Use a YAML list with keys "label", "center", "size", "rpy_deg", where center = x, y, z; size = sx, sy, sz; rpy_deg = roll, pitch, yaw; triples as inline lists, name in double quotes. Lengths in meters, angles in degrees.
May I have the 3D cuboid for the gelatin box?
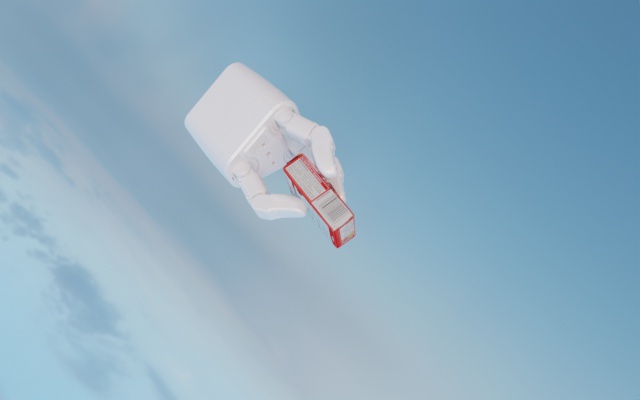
- label: "gelatin box"
  center: [0.000, 0.002, 0.504]
  size: [0.030, 0.089, 0.073]
  rpy_deg: [-36, -18, -8]
